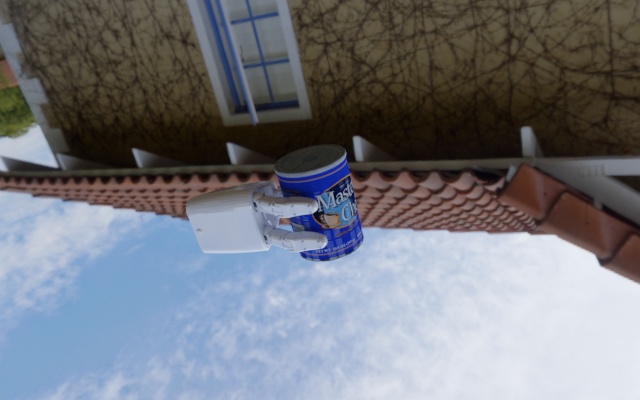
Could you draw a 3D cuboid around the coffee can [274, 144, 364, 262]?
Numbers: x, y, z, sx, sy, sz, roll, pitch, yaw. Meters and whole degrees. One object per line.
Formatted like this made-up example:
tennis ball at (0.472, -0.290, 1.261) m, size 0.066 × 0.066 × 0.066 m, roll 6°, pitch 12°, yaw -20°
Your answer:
coffee can at (0.000, 0.002, 0.693) m, size 0.103 × 0.140 × 0.102 m, roll -12°, pitch 24°, yaw 5°
